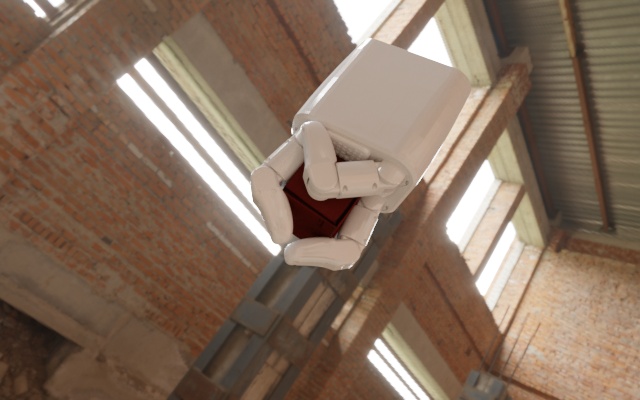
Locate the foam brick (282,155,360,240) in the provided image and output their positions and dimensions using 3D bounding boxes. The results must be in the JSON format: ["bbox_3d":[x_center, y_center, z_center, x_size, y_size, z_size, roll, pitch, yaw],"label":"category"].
[{"bbox_3d":[0.000,0.001,0.400,0.053,0.051,0.078,34,-23,5],"label":"foam brick"}]
